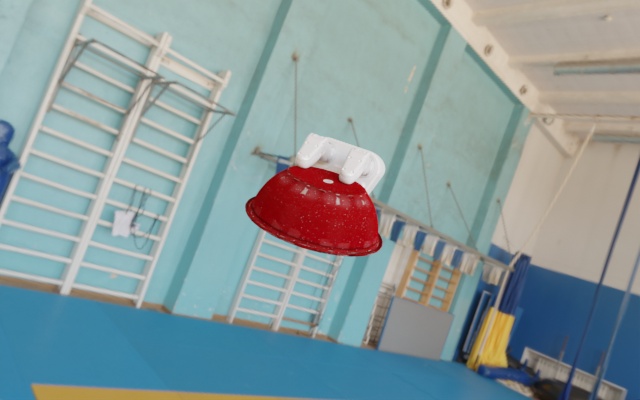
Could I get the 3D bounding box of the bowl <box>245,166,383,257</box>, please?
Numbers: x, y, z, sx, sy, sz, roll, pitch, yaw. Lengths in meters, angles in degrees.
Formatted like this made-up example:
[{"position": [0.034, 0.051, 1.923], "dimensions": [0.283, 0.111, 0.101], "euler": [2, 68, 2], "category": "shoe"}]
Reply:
[{"position": [0.000, 0.002, 0.535], "dimensions": [0.162, 0.055, 0.162], "euler": [15, 17, -5], "category": "bowl"}]
